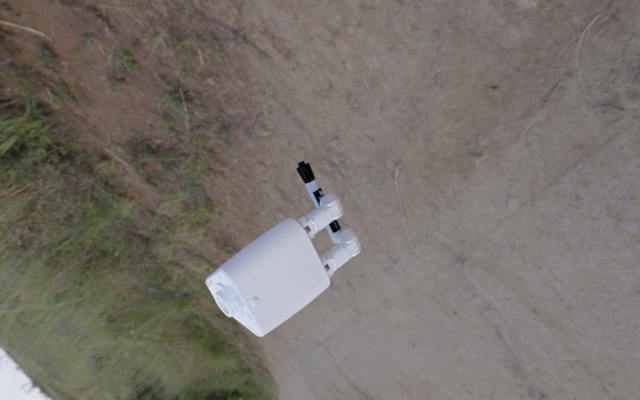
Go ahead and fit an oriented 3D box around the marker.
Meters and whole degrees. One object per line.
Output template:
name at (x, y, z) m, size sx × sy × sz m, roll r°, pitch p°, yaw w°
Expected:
marker at (0.000, 0.002, 0.642) m, size 0.020 × 0.121 × 0.020 m, roll -25°, pitch 14°, yaw 7°
